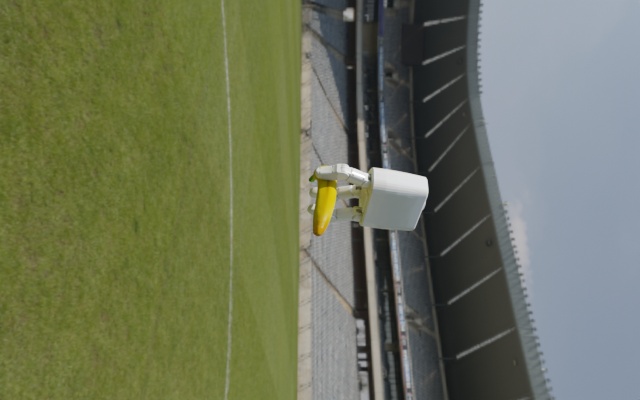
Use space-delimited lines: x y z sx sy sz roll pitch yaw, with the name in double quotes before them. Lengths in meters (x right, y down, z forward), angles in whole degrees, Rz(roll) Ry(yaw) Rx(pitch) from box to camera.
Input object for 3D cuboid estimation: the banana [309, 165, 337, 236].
"banana" 0.006 -0.014 0.876 0.037 0.070 0.197 16 30 -12
